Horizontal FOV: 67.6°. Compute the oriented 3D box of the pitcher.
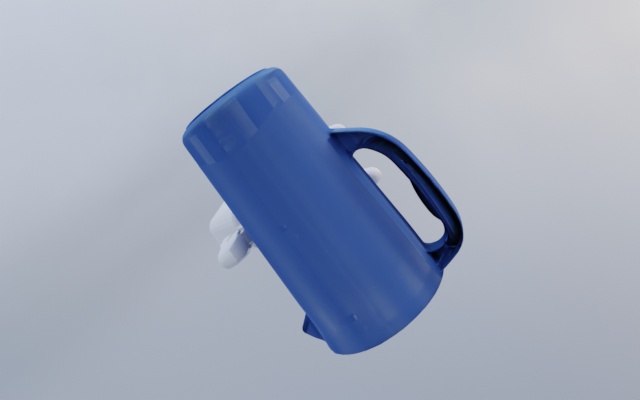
[{"bbox_3d":[0.000,0.001,0.431,0.149,0.243,0.145,-42,11,-24],"label":"pitcher"}]
